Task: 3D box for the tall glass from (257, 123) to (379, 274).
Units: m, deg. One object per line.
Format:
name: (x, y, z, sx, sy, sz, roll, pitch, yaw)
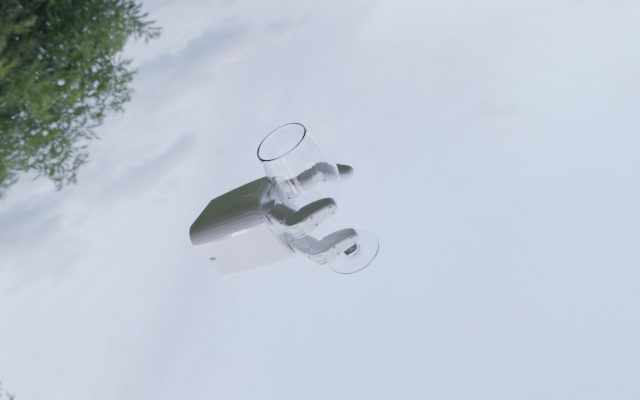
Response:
tall glass: (0.001, 0.002, 0.581, 0.079, 0.079, 0.201, 0, -42, 36)
